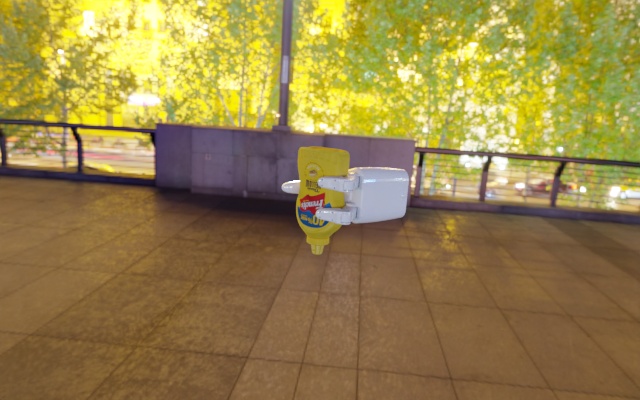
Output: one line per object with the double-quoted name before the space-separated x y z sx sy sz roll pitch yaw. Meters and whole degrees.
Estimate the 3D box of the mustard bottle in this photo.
"mustard bottle" 0.000 0.003 0.853 0.096 0.192 0.058 12 14 35
